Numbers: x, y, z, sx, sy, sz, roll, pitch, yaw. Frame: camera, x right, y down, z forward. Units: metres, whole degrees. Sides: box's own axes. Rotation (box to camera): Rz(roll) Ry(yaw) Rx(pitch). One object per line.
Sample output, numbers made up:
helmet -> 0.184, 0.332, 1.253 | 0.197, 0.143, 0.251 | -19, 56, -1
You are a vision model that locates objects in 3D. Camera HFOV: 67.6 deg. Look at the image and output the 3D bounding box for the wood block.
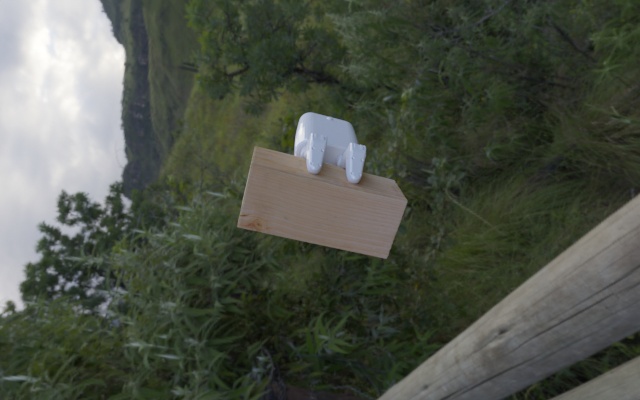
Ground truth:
wood block -> 0.000, 0.002, 0.655 | 0.206, 0.091, 0.090 | 13, 21, -9
